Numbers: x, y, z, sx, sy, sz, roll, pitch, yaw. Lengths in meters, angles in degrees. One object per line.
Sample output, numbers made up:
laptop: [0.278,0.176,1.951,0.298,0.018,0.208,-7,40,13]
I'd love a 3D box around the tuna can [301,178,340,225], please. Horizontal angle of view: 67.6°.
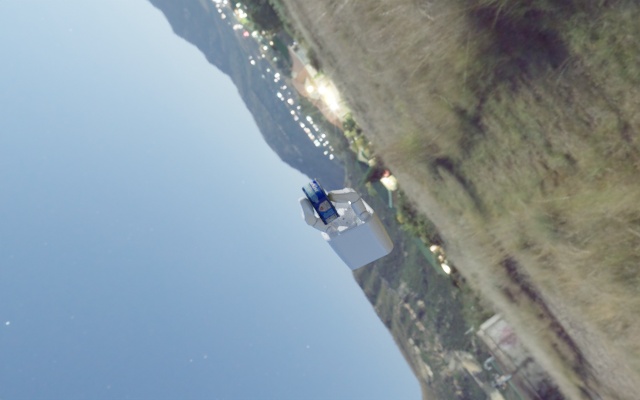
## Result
tuna can: [0.000,0.003,0.891,0.034,0.086,0.086,-33,0,-1]
